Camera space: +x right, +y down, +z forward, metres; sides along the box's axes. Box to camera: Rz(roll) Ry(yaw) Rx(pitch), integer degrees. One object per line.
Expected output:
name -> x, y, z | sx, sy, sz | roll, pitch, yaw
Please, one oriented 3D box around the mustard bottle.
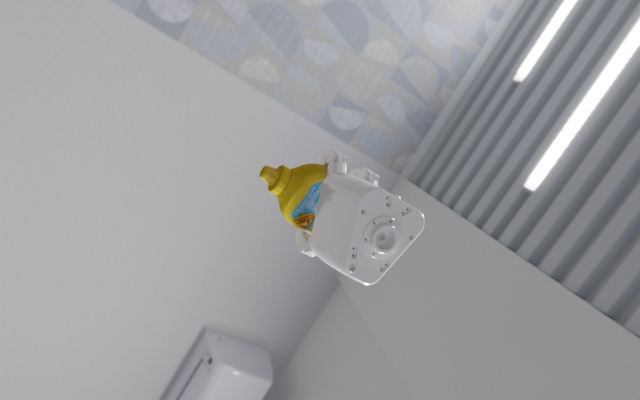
mustard bottle -> 0.000, 0.002, 0.675 | 0.192, 0.096, 0.058 | 28, 24, -24
